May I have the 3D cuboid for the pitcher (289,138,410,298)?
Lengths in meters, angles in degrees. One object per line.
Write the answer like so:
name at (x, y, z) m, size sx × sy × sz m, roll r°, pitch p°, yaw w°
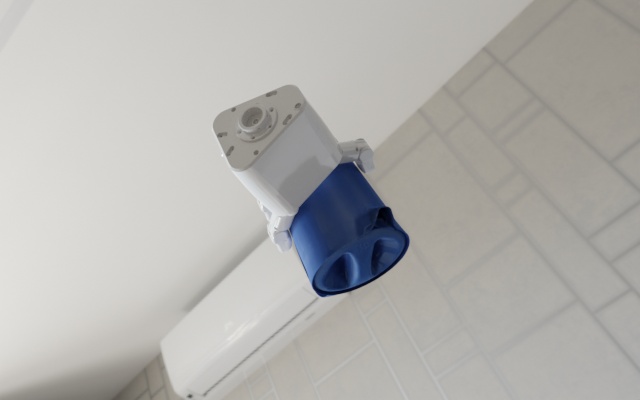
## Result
pitcher at (0.000, 0.002, 0.650) m, size 0.149 × 0.242 × 0.145 m, roll -33°, pitch -34°, yaw 6°
